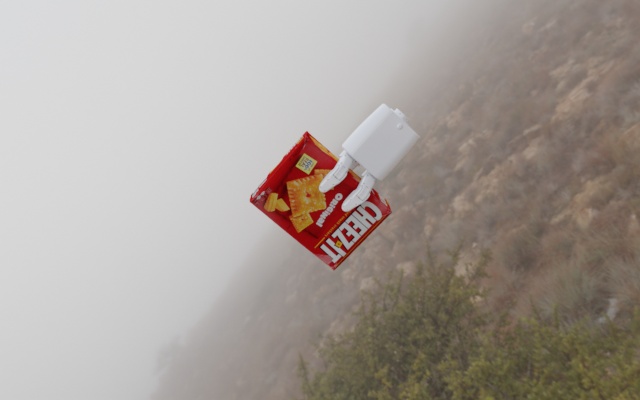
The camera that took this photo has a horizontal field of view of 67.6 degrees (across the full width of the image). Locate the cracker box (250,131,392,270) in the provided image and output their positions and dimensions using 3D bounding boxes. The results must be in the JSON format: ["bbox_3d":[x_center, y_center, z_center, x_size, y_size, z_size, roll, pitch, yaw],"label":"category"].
[{"bbox_3d":[0.000,0.003,0.895,0.214,0.164,0.072,40,14,-11],"label":"cracker box"}]
